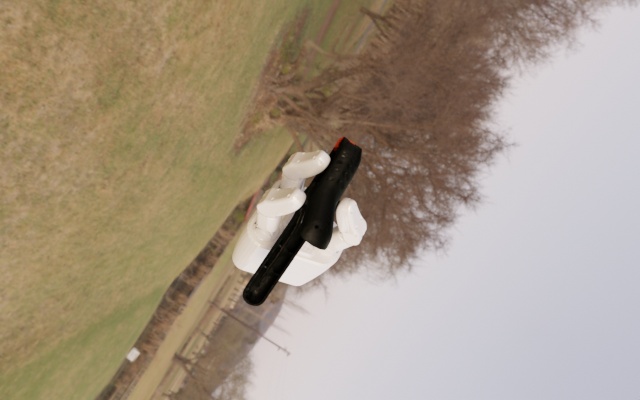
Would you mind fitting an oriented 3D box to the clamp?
[{"bbox_3d":[0.001,0.002,0.486,0.036,0.210,0.165,36,-33,-8],"label":"clamp"}]
